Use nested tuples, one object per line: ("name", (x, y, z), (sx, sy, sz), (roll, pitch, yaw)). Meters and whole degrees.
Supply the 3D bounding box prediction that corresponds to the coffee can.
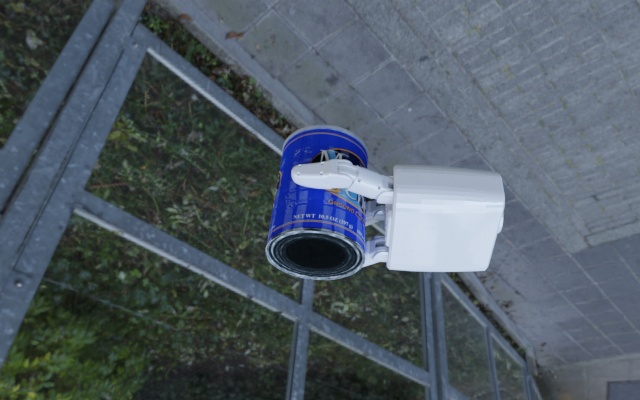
("coffee can", (0.000, 0.002, 0.526), (0.103, 0.140, 0.103), (4, -36, 3))
